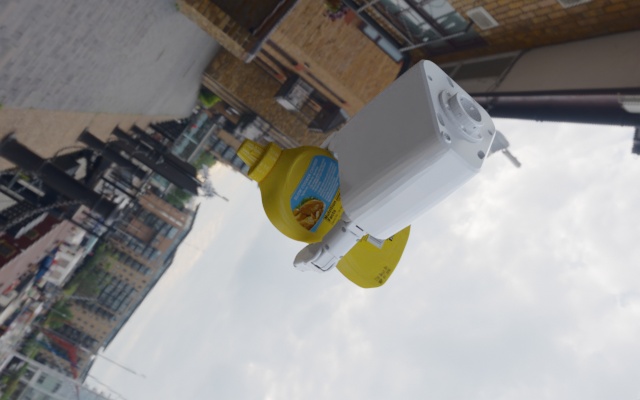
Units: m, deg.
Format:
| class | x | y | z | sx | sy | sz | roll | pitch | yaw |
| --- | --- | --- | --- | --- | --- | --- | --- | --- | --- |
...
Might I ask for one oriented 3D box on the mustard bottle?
| class | x | y | z | sx | sy | sz | roll | pitch | yaw |
| --- | --- | --- | --- | --- | --- | --- | --- | --- | --- |
| mustard bottle | 0.000 | 0.002 | 0.477 | 0.192 | 0.096 | 0.058 | 36 | -26 | -17 |
